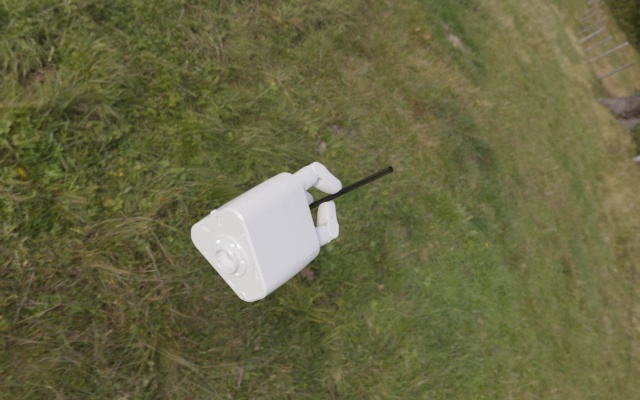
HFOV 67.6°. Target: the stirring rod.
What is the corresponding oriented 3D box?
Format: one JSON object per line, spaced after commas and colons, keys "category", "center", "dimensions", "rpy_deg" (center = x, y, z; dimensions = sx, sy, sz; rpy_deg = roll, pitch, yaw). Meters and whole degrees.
{"category": "stirring rod", "center": [0.000, 0.002, 0.648], "dimensions": [0.239, 0.011, 0.011], "rpy_deg": [-25, -16, 39]}
